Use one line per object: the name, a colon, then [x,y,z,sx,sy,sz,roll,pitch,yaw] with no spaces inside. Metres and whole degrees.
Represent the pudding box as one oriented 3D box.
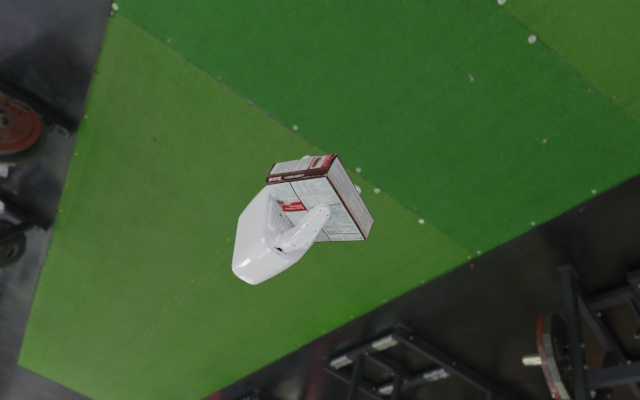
pudding box: [0.000,0.002,0.565,0.090,0.039,0.114,-6,-46,32]
